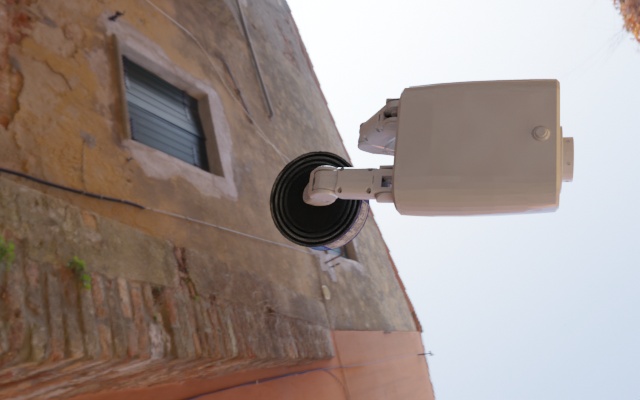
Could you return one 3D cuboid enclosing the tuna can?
[{"bbox_3d":[0.000,0.002,0.429,0.086,0.086,0.034,0,-13,21],"label":"tuna can"}]
